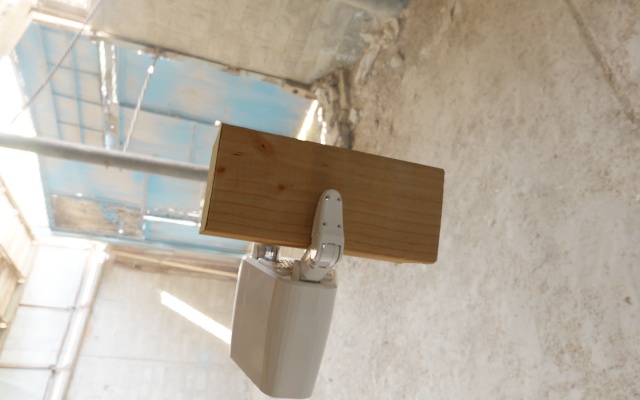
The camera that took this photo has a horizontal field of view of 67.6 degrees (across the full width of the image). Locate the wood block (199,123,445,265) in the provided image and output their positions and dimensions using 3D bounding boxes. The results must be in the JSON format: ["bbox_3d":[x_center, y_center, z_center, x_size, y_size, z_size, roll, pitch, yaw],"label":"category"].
[{"bbox_3d":[0.000,0.002,0.446,0.206,0.090,0.091,10,-9,-16],"label":"wood block"}]
